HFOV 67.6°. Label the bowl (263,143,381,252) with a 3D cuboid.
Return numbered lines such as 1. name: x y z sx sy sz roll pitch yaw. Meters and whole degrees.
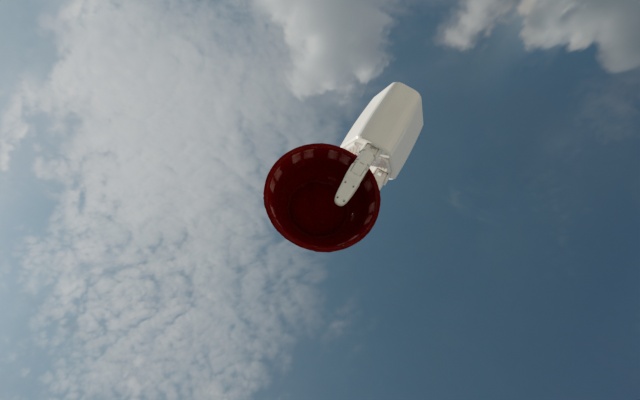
1. bowl: -0.001 0.003 0.676 0.162 0.162 0.055 0 -22 -8
